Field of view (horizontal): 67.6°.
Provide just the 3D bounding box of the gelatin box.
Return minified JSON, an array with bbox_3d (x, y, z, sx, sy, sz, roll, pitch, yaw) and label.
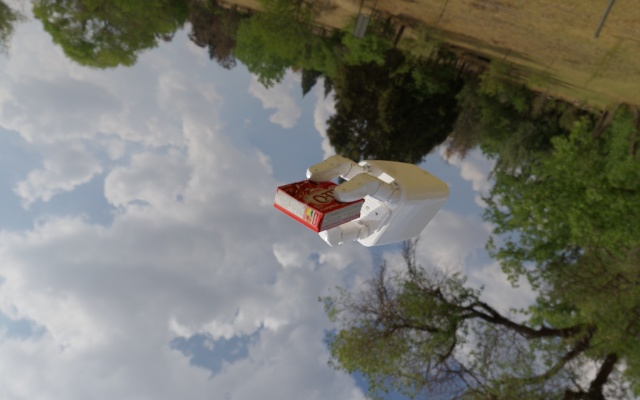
[{"bbox_3d":[0.000,0.002,0.580,0.073,0.030,0.089,30,28,30],"label":"gelatin box"}]
